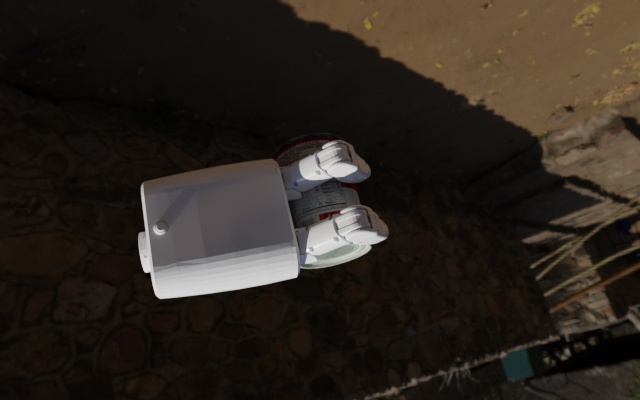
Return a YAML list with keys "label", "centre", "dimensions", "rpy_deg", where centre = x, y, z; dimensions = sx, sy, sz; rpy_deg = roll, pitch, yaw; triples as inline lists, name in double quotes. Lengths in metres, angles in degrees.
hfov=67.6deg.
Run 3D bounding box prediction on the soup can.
- label: "soup can"
  centre: [0.001, 0.002, 0.420]
  dimensions: [0.068, 0.102, 0.068]
  rpy_deg: [-13, -20, -5]
